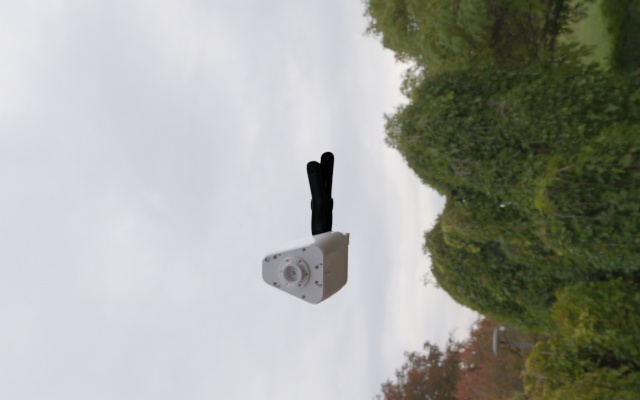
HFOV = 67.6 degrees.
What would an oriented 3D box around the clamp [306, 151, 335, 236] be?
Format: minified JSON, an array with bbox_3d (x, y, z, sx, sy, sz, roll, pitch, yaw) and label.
[{"bbox_3d":[0.000,0.003,0.803,0.039,0.171,0.120,0,5,19],"label":"clamp"}]
